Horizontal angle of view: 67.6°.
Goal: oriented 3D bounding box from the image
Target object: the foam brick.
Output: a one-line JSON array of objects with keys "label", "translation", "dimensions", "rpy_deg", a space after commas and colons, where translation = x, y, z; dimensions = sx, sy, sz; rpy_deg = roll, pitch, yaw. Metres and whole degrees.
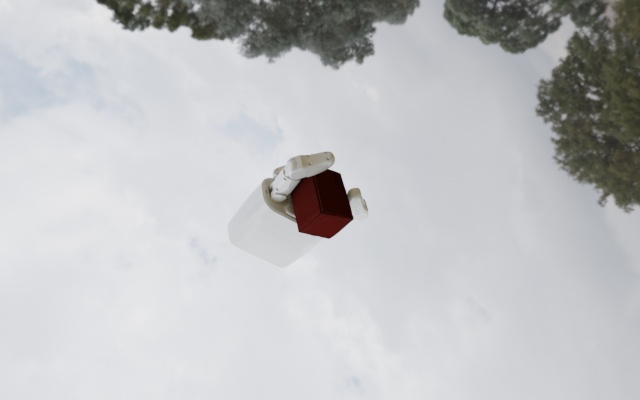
[{"label": "foam brick", "translation": [0.000, 0.002, 0.614], "dimensions": [0.053, 0.078, 0.051], "rpy_deg": [16, -44, -35]}]
